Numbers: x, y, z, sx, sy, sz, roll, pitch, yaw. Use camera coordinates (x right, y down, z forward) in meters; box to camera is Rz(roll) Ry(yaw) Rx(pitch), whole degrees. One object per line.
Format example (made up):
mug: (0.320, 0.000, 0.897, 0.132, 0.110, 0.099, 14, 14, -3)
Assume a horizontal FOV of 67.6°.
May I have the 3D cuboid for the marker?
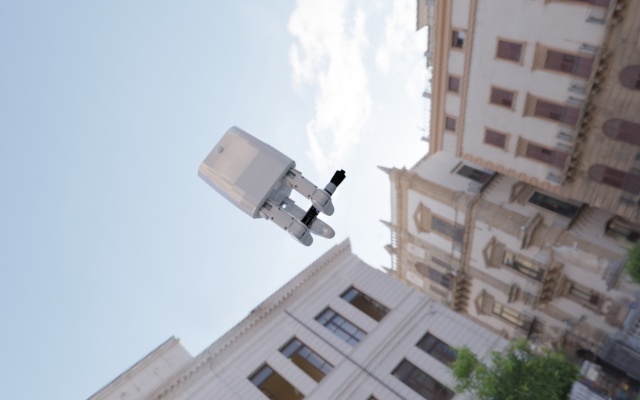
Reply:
marker: (0.000, 0.002, 0.707, 0.020, 0.121, 0.020, 35, -12, 8)
